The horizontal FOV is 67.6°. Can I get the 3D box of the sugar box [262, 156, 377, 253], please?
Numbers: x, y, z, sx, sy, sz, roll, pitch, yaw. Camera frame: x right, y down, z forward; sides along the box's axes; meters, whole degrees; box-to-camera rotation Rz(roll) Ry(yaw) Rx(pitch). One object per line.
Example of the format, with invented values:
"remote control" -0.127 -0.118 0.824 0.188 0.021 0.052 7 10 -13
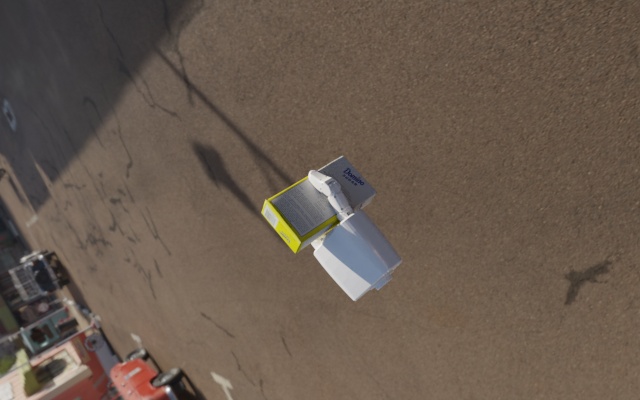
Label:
"sugar box" 0.000 0.003 0.795 0.176 0.093 0.048 -30 -18 -33
